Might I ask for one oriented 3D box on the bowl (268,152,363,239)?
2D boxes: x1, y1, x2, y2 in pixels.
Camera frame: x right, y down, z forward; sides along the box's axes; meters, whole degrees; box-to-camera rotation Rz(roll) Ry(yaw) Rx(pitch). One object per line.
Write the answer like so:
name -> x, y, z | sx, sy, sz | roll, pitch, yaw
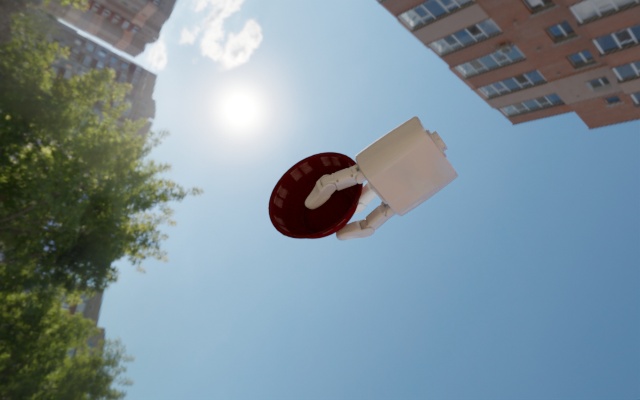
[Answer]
bowl -> -0.001, 0.003, 0.755 | 0.162, 0.162, 0.055 | 0, -33, 29
